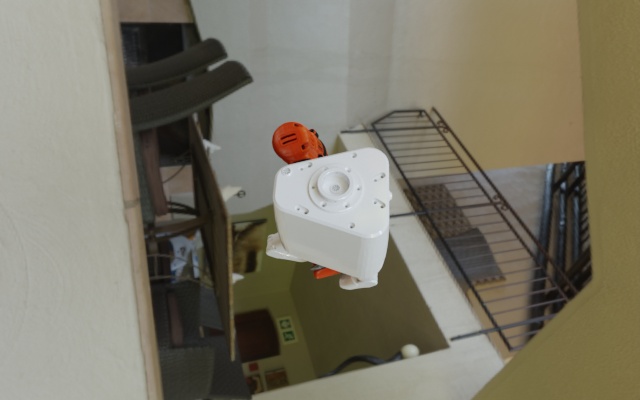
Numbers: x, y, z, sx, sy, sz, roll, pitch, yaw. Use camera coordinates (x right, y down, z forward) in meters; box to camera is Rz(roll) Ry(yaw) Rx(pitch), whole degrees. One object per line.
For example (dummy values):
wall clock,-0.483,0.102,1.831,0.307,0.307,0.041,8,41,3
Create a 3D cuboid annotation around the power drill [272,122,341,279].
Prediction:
power drill,0.000,0.002,0.614,0.057,0.187,0.184,-21,-8,10
